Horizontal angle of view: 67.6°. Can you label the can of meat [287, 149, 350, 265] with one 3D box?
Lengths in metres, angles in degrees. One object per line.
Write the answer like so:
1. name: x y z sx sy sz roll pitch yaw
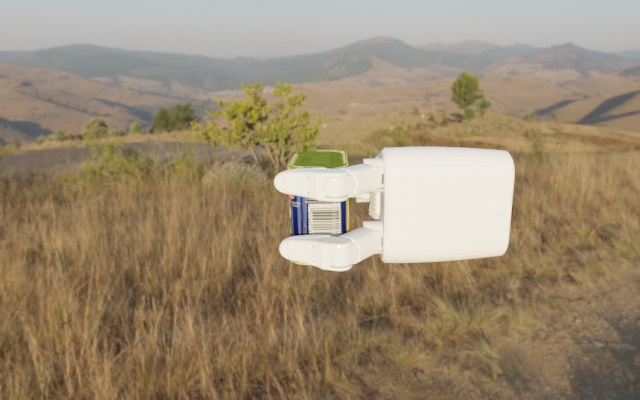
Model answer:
1. can of meat: 0.000 0.001 0.438 0.057 0.084 0.102 -1 14 1
